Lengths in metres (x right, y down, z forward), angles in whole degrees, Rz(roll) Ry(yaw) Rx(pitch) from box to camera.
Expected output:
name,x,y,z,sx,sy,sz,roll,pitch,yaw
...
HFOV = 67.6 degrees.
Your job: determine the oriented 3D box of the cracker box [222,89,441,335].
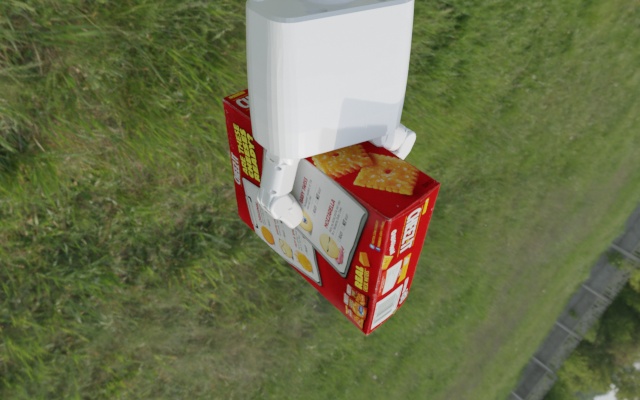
name,x,y,z,sx,sy,sz,roll,pitch,yaw
cracker box,0.000,0.002,0.468,0.072,0.164,0.213,-31,53,-30
